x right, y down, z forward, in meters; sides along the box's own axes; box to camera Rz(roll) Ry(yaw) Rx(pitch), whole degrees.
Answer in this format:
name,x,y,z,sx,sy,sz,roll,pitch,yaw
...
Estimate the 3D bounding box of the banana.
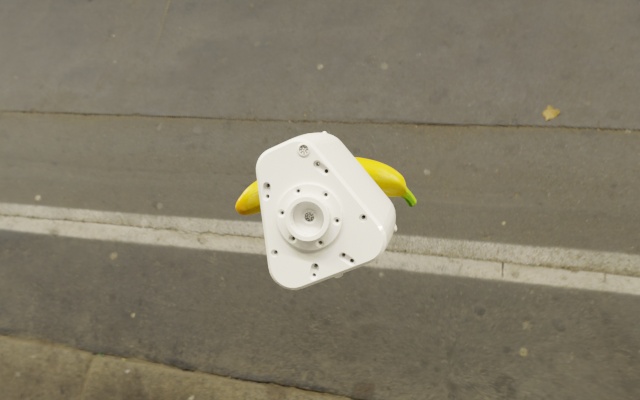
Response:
name,x,y,z,sx,sy,sz,roll,pitch,yaw
banana,0.002,-0.014,0.500,0.198,0.070,0.037,-2,35,6
